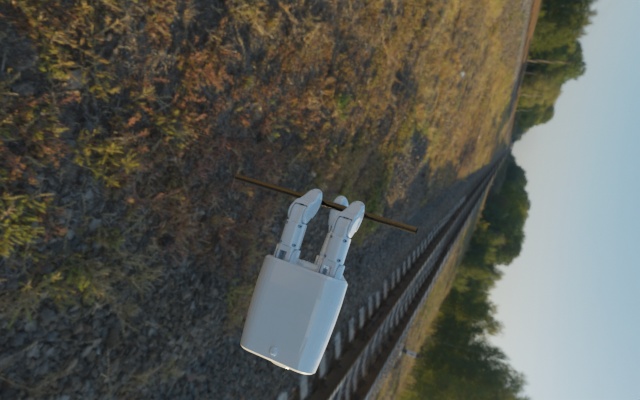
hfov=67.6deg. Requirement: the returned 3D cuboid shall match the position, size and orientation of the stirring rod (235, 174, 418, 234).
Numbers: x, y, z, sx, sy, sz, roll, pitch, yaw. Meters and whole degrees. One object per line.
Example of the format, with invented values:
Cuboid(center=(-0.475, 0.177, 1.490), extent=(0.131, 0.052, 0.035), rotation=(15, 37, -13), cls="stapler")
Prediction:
Cuboid(center=(0.000, 0.002, 0.581), extent=(0.239, 0.011, 0.011), rotation=(17, 5, 19), cls="stirring rod")
